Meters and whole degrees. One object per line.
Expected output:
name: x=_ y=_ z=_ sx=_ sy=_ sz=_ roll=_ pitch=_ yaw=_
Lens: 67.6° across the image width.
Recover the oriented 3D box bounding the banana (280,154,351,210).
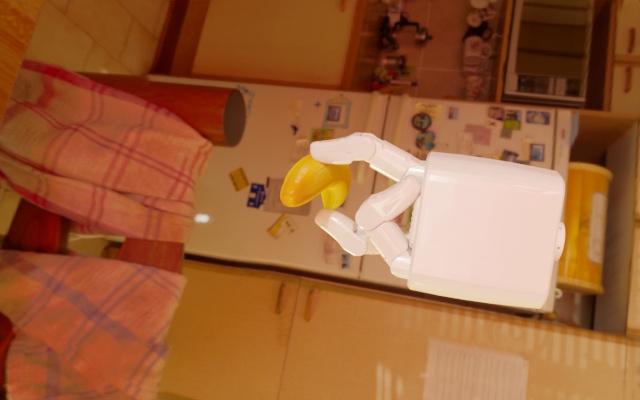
banana: x=0.004 y=-0.016 z=0.481 sx=0.037 sy=0.069 sz=0.198 roll=9 pitch=-6 yaw=13
